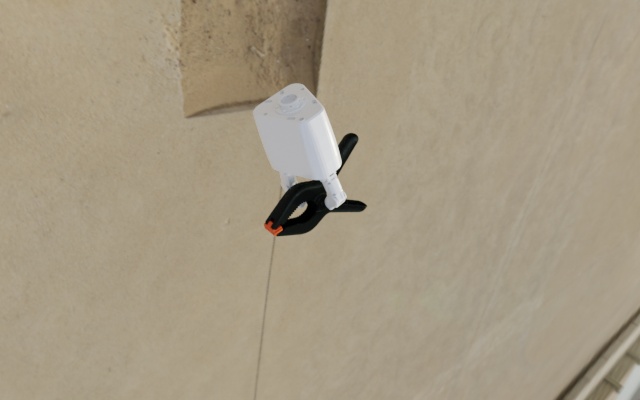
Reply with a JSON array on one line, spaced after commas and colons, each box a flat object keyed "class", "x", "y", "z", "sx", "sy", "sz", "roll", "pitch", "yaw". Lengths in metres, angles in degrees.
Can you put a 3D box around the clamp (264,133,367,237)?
[{"class": "clamp", "x": 0.000, "y": 0.003, "z": 0.811, "sx": 0.210, "sy": 0.165, "sz": 0.036, "roll": -38, "pitch": 44, "yaw": -20}]
